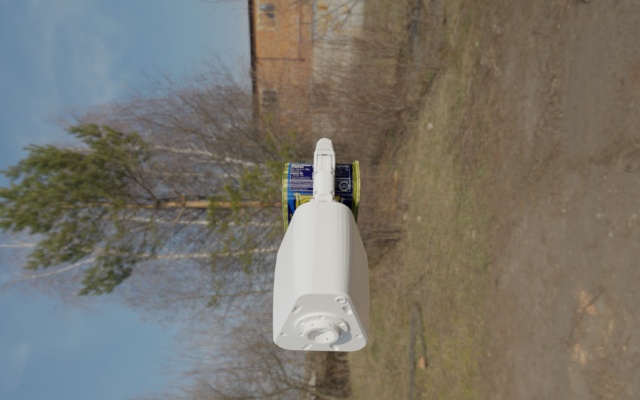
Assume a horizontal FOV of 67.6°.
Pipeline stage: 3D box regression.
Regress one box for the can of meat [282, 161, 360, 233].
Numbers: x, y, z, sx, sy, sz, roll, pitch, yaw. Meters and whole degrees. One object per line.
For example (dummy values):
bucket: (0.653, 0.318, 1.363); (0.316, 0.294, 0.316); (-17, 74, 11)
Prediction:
can of meat: (0.000, 0.002, 0.556); (0.084, 0.057, 0.102); (1, -41, -1)
